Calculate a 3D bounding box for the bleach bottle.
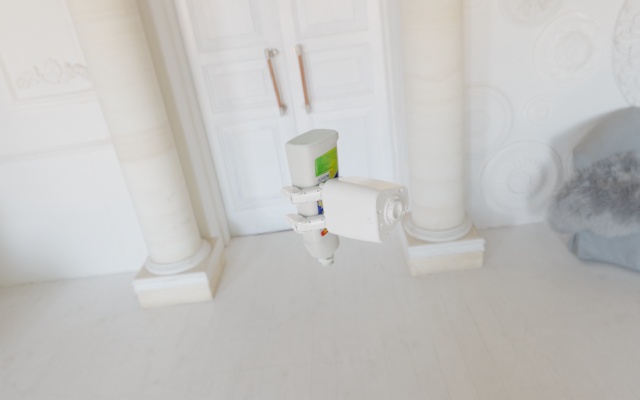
[{"bbox_3d":[0.000,0.003,0.877,0.068,0.251,0.102,11,30,38],"label":"bleach bottle"}]
